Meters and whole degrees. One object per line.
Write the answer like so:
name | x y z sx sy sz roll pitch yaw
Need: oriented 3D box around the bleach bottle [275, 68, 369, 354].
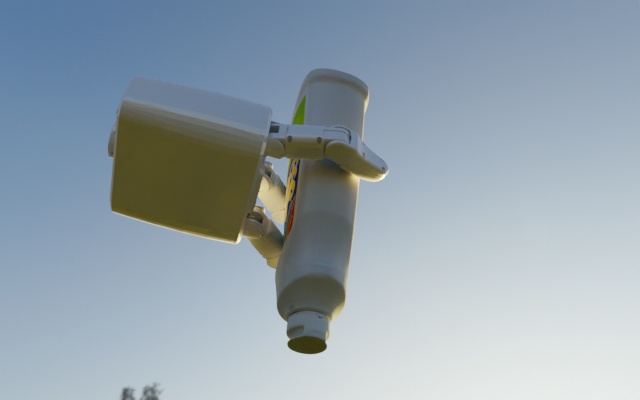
bleach bottle | 0.000 0.001 0.405 0.068 0.250 0.103 13 -42 -10
